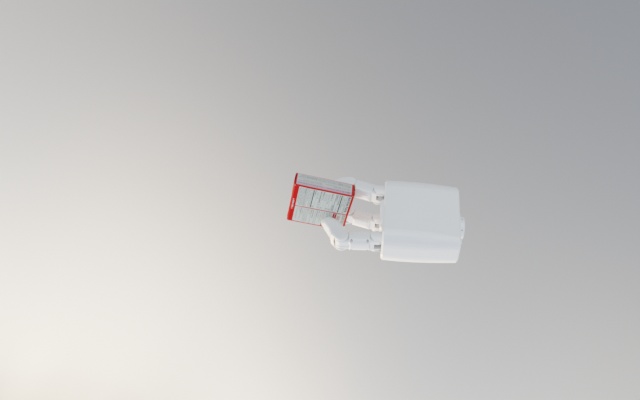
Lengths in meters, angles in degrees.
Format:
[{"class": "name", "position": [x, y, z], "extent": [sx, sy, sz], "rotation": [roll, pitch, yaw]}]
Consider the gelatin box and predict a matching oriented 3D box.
[{"class": "gelatin box", "position": [0.000, 0.003, 0.700], "extent": [0.089, 0.073, 0.030], "rotation": [11, 43, -5]}]
